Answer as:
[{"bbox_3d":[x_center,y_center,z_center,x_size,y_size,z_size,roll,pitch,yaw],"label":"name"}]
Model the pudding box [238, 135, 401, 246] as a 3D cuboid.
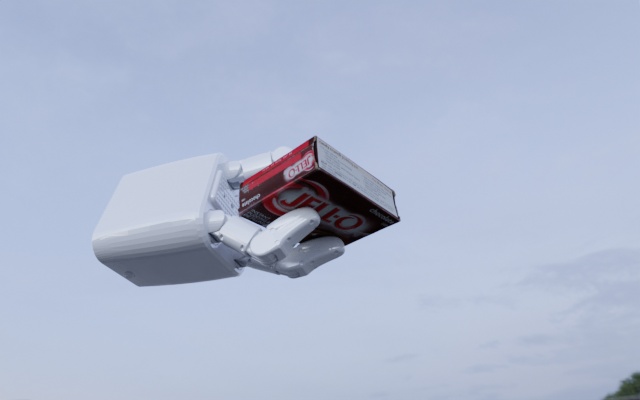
[{"bbox_3d":[0.000,0.001,0.413,0.090,0.039,0.113,-27,-38,33],"label":"pudding box"}]
